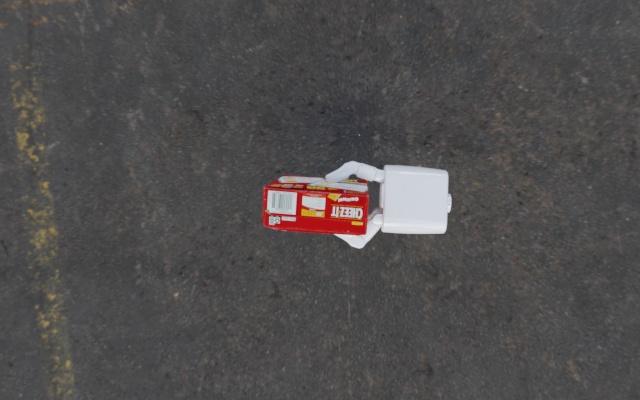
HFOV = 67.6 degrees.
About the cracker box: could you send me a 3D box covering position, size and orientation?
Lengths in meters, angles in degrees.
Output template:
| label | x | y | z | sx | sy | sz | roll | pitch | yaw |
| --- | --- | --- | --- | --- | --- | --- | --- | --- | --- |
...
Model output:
| label | x | y | z | sx | sy | sz | roll | pitch | yaw |
| --- | --- | --- | --- | --- | --- | --- | --- | --- | --- |
| cracker box | 0.000 | 0.003 | 0.827 | 0.164 | 0.072 | 0.213 | 4 | 8 | 4 |
